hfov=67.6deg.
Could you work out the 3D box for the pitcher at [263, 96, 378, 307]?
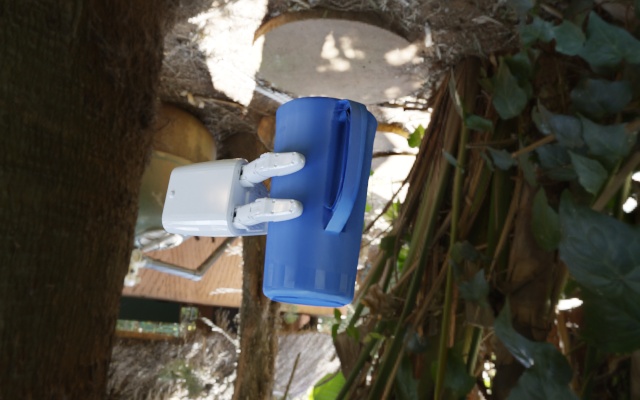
[{"bbox_3d":[0.000,0.002,0.585,0.145,0.242,0.149,-1,-18,22],"label":"pitcher"}]
